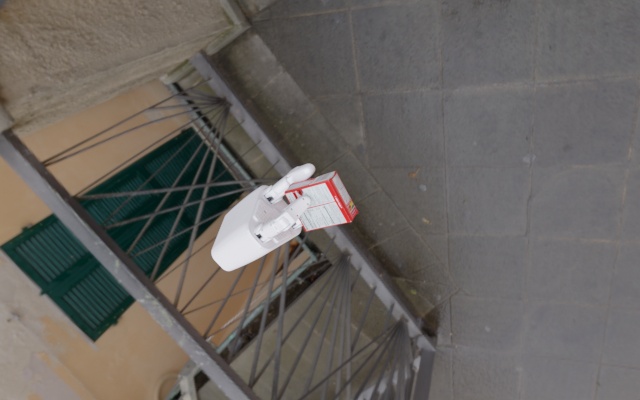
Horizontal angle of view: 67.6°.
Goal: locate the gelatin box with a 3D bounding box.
[{"bbox_3d":[0.000,0.002,0.702,0.089,0.073,0.030,-14,24,37],"label":"gelatin box"}]
